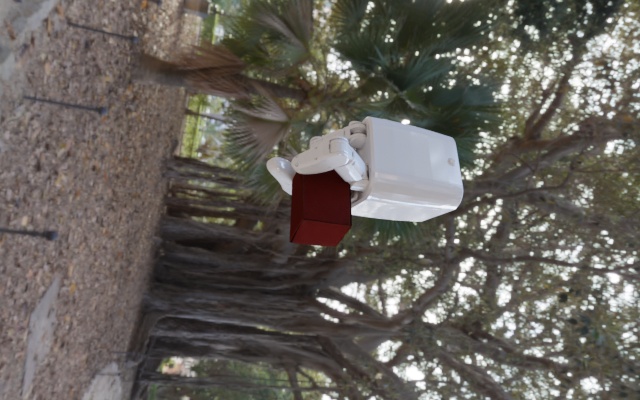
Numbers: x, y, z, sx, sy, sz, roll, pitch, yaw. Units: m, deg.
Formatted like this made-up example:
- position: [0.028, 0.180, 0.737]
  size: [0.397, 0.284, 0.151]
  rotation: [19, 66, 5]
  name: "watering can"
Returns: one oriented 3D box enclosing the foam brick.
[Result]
- position: [0.000, 0.002, 0.492]
  size: [0.051, 0.078, 0.053]
  rotation: [10, -32, -15]
  name: "foam brick"
